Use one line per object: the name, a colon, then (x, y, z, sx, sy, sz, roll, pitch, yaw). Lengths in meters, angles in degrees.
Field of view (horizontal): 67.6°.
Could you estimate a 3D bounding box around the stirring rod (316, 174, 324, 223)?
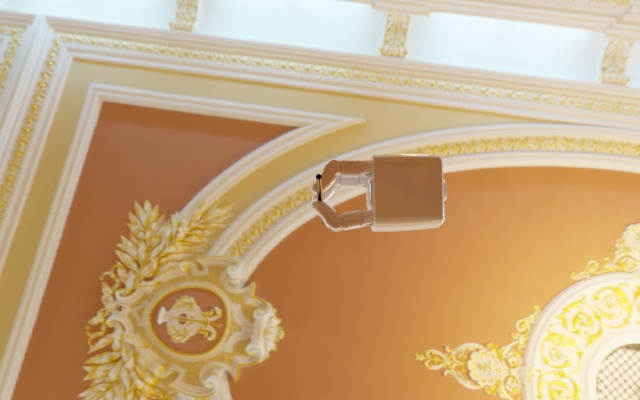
stirring rod: (0.000, 0.002, 0.747, 0.011, 0.011, 0.240, 0, -16, 1)
